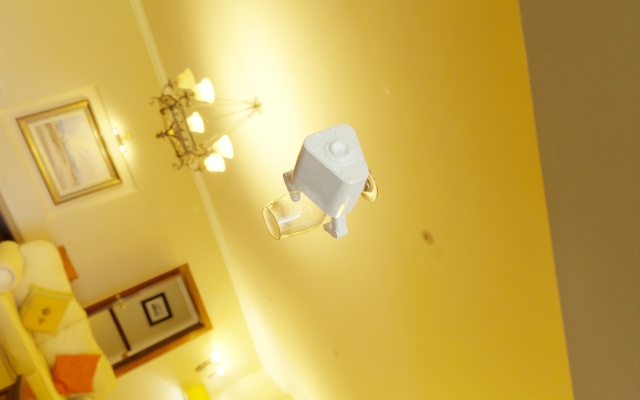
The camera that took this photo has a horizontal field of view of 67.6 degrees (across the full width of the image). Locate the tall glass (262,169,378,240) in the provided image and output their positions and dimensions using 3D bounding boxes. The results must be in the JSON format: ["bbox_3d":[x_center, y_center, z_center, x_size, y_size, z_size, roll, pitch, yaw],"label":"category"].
[{"bbox_3d":[0.001,0.003,0.844,0.201,0.079,0.079,-24,10,-24],"label":"tall glass"}]
